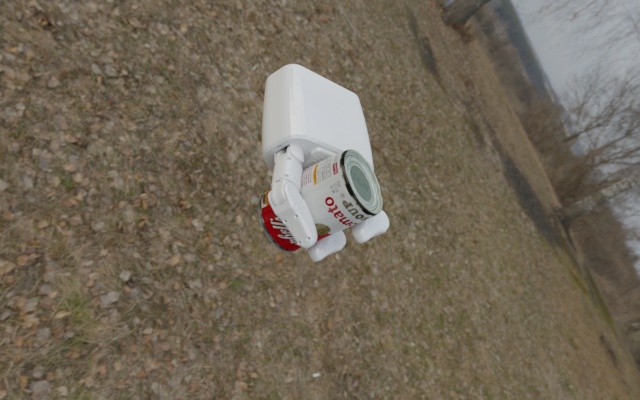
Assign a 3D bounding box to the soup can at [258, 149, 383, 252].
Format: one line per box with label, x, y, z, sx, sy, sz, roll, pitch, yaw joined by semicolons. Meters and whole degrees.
soup can;0.000;0.002;0.460;0.102;0.068;0.068;-25;-13;28
